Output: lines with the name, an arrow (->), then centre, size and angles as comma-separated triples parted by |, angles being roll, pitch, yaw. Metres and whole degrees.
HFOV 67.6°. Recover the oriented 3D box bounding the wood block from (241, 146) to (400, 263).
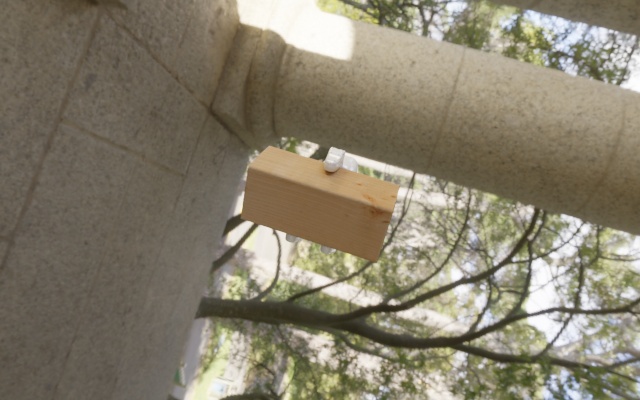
wood block -> 0.000, 0.002, 0.694 | 0.206, 0.091, 0.090 | 17, 29, 7
